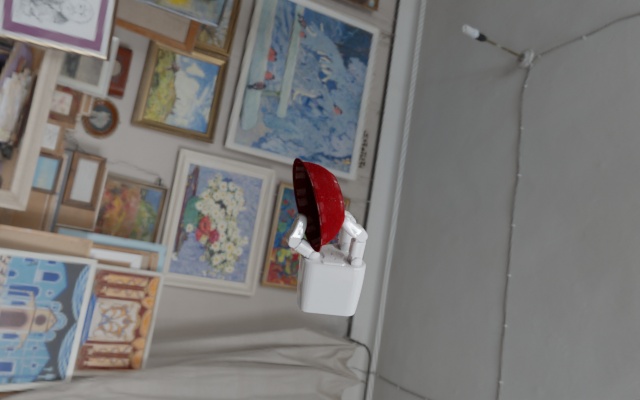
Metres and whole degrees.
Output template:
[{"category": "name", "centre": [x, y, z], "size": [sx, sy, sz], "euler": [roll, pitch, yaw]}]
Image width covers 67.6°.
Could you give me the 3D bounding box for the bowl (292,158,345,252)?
[{"category": "bowl", "centre": [0.001, 0.002, 0.804], "size": [0.055, 0.162, 0.162], "euler": [-13, 3, -14]}]
